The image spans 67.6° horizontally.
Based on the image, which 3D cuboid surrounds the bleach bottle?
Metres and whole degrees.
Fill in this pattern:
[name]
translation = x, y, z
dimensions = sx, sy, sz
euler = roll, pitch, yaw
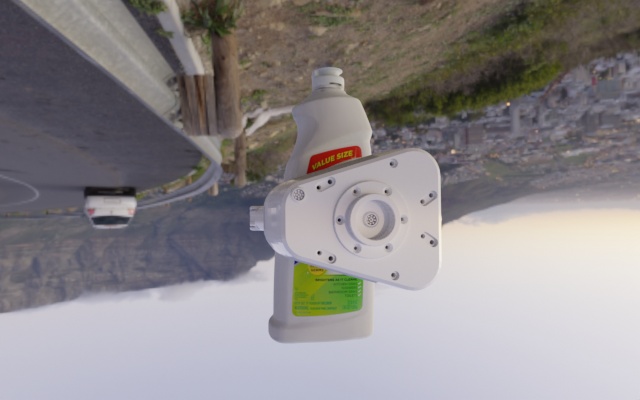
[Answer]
[bleach bottle]
translation = 0.000, 0.002, 0.455
dimensions = 0.102, 0.251, 0.068
euler = -1, -1, -10
